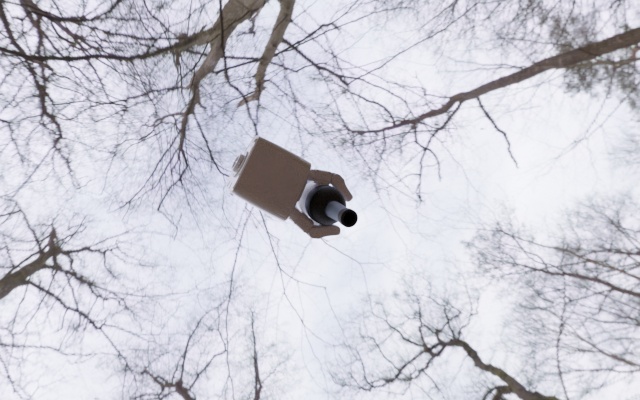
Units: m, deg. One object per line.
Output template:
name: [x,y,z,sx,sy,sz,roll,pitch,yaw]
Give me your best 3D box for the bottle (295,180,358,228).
bottle: [0.000,0.003,0.840,0.069,0.069,0.295,0,9,-17]
